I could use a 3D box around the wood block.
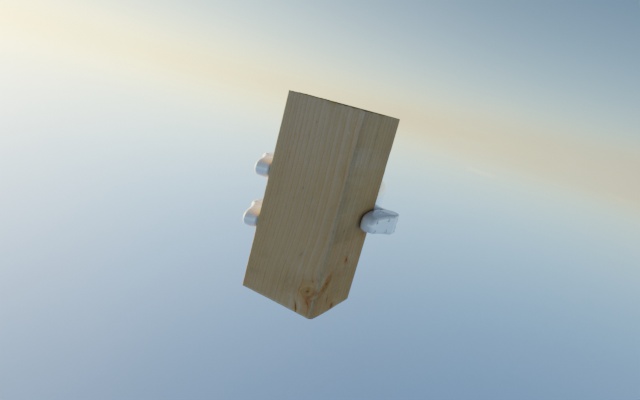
[{"bbox_3d":[0.000,0.002,0.496,0.091,0.206,0.090,21,13,26],"label":"wood block"}]
